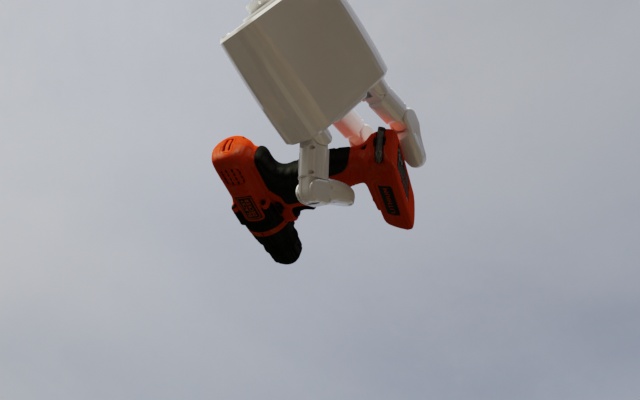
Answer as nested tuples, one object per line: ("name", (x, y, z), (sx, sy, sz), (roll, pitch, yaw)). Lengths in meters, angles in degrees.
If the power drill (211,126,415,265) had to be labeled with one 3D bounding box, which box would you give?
("power drill", (0.000, 0.001, 0.503), (0.187, 0.057, 0.185), (-8, -44, 17))
